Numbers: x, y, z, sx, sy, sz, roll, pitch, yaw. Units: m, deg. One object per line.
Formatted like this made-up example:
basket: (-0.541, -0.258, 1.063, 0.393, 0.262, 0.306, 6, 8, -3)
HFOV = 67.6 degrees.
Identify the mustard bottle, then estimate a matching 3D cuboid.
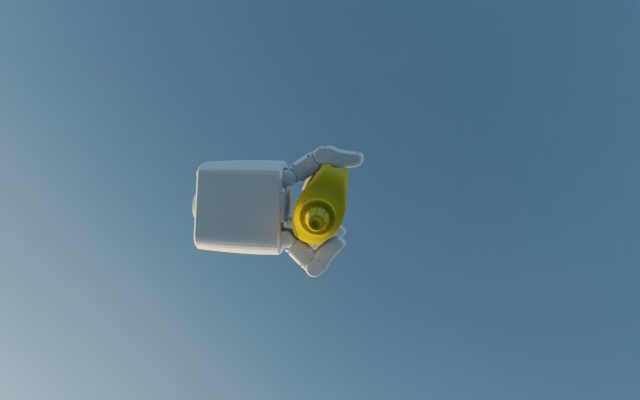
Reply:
mustard bottle: (0.000, 0.002, 0.591, 0.058, 0.096, 0.191, 25, 13, -2)
